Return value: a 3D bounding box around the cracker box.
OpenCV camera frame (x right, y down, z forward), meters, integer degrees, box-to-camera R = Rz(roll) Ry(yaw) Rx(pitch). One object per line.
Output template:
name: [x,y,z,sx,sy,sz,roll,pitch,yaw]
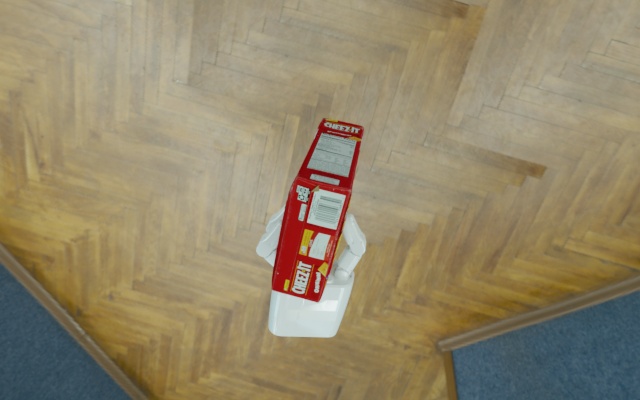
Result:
cracker box: [0.000,0.002,0.639,0.072,0.164,0.213,15,29,1]
